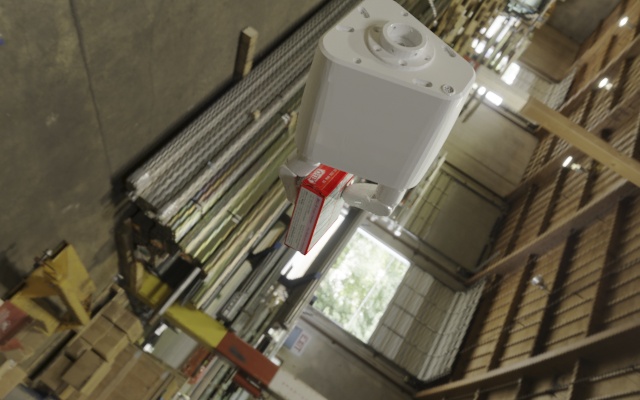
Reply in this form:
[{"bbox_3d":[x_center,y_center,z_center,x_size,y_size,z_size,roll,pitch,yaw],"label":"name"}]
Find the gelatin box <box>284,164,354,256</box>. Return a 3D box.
[{"bbox_3d":[0.000,0.002,0.482,0.030,0.089,0.073,29,43,13],"label":"gelatin box"}]
